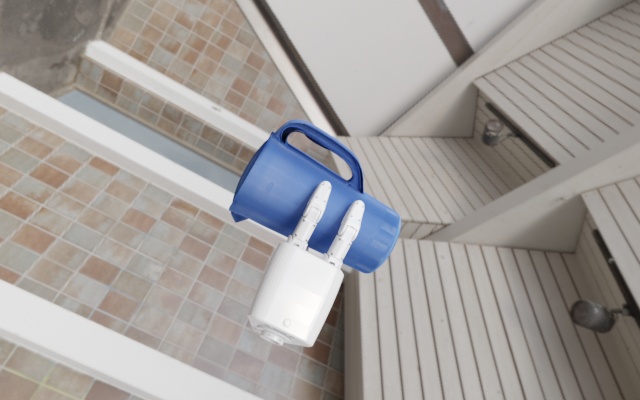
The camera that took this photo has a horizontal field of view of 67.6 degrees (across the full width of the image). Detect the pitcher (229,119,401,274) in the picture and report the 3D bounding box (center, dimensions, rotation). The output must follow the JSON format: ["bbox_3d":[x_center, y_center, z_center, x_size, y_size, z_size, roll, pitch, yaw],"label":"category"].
[{"bbox_3d":[0.000,0.003,0.716,0.243,0.145,0.149,29,-28,-9],"label":"pitcher"}]
